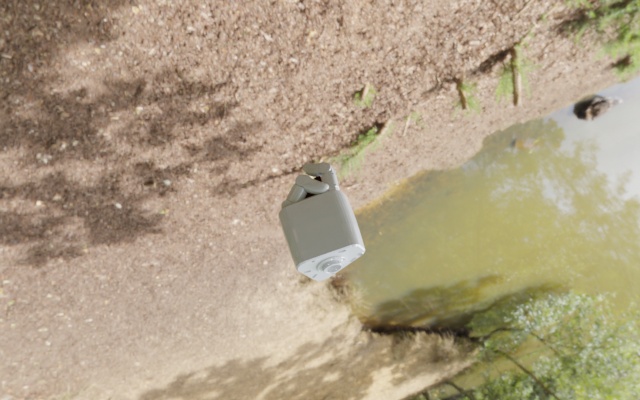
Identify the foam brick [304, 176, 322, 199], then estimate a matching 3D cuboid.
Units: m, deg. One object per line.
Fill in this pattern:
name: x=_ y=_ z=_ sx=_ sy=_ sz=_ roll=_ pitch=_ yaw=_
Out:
foam brick: x=0.000 y=0.003 z=0.842 sx=0.053 sy=0.051 sz=0.078 roll=-29 pitch=-33 yaw=14
